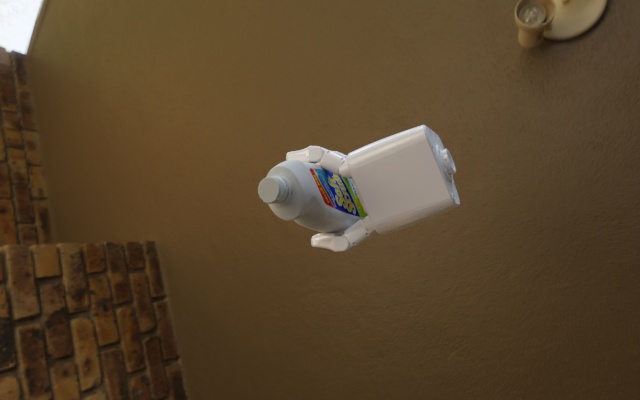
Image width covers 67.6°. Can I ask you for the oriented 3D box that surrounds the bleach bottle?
[{"bbox_3d":[0.000,0.002,0.642,0.068,0.102,0.251,-21,-12,24],"label":"bleach bottle"}]
